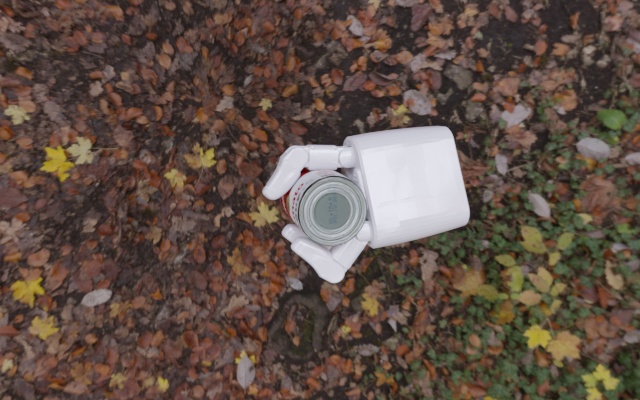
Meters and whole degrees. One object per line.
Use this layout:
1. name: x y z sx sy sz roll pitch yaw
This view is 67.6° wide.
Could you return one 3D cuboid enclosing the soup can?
1. soup can: 0.000 0.002 0.481 0.068 0.068 0.102 0 11 -14
